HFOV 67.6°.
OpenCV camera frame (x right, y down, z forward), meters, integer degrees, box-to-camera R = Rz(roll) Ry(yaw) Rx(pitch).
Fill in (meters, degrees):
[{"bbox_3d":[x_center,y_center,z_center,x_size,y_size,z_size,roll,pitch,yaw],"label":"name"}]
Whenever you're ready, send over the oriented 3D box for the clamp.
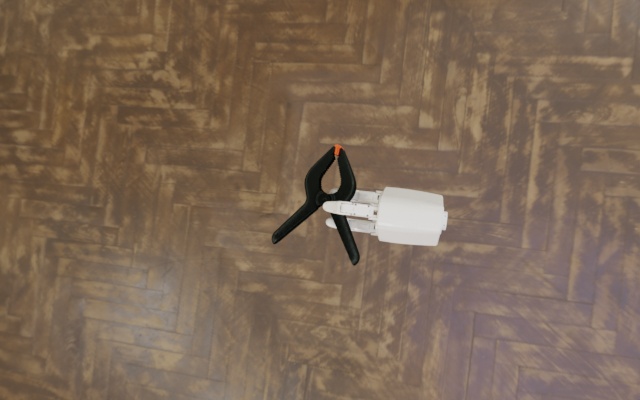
[{"bbox_3d":[0.000,0.002,0.861,0.164,0.210,0.036,7,-1,10],"label":"clamp"}]
